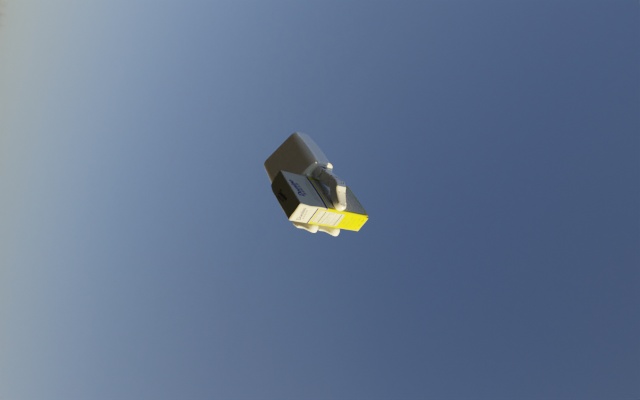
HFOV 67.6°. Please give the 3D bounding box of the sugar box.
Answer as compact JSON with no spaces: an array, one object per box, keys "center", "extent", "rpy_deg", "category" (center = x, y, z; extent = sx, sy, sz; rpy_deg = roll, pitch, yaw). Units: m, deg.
[{"center":[0.000,0.003,0.880],"extent":[0.176,0.048,0.093],"rpy_deg":[10,36,-41],"category":"sugar box"}]
